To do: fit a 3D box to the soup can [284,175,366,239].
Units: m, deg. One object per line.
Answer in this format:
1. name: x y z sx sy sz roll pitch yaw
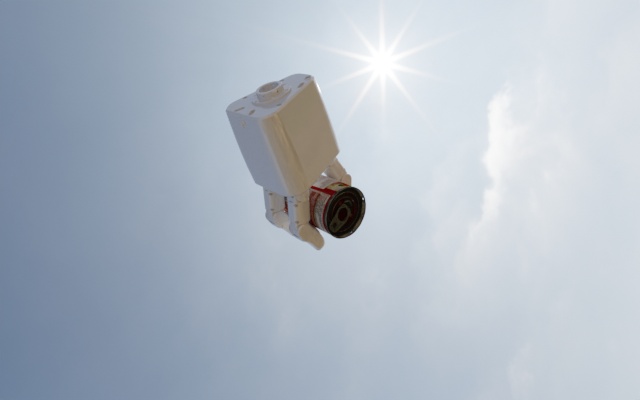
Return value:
1. soup can: 0.000 0.002 0.628 0.068 0.068 0.102 0 16 -42
